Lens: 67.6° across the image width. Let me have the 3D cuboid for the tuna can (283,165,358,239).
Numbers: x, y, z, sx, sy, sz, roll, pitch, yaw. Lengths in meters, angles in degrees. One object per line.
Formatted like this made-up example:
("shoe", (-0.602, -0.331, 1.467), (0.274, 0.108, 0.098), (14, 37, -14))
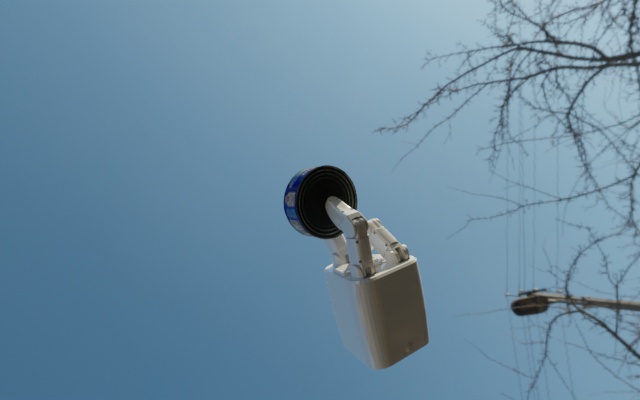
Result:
("tuna can", (0.000, 0.002, 0.565), (0.086, 0.086, 0.034), (0, 1, -33))
